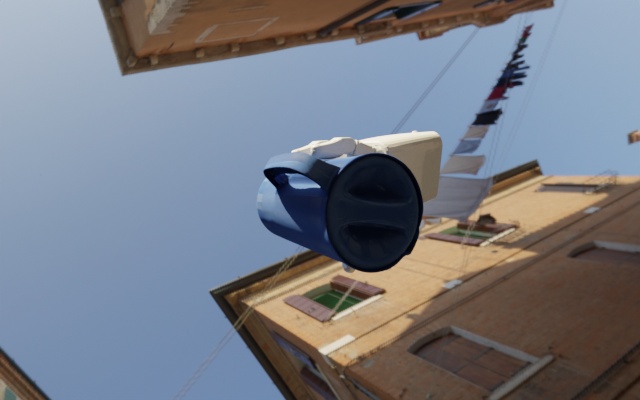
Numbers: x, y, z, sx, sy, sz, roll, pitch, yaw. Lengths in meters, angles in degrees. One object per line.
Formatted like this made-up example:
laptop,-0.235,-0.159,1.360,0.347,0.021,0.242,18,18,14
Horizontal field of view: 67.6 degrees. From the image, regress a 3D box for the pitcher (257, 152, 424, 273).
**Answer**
pitcher,0.000,0.002,0.622,0.145,0.149,0.243,-16,11,-28
